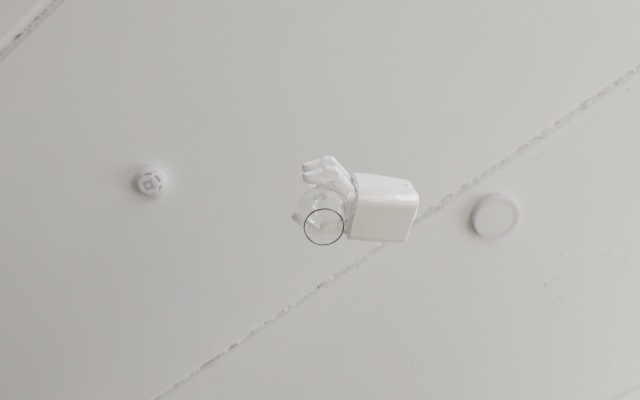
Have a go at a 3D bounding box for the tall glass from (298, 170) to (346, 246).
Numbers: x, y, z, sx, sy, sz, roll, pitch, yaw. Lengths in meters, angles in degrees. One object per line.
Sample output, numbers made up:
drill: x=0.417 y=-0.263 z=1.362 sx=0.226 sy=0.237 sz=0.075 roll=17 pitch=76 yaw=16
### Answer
tall glass: x=0.000 y=0.002 z=0.807 sx=0.079 sy=0.079 sz=0.201 roll=0 pitch=22 yaw=-3
